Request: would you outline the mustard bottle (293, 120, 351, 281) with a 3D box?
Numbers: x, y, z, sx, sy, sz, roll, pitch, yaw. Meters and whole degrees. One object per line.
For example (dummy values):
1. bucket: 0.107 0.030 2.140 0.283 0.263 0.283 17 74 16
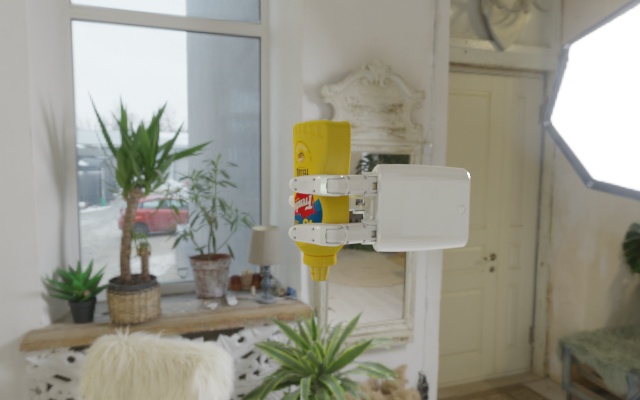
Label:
1. mustard bottle: 0.000 0.002 0.577 0.058 0.191 0.096 -3 6 -28
